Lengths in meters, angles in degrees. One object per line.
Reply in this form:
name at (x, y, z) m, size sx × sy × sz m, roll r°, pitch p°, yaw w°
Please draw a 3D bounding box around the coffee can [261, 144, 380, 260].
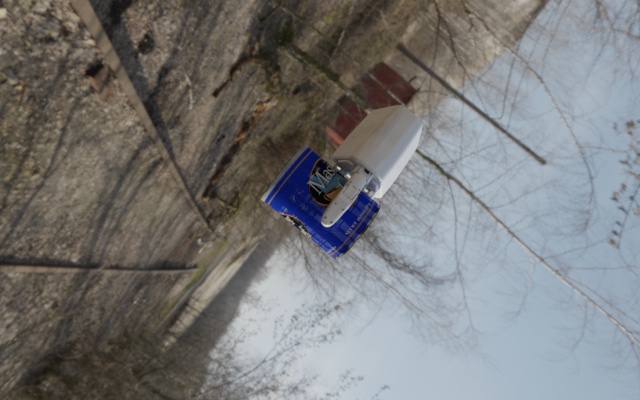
coffee can at (0.000, 0.002, 0.690) m, size 0.140 × 0.103 × 0.103 m, roll 39°, pitch -2°, yaw -2°
